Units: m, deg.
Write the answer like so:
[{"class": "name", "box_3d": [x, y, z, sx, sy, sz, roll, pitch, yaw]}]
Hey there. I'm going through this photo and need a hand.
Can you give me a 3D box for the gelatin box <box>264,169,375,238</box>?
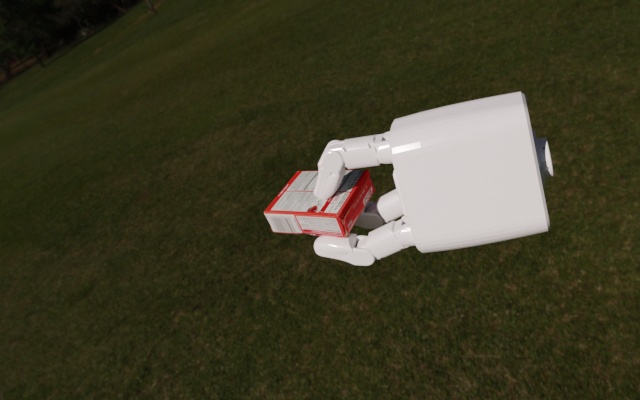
[{"class": "gelatin box", "box_3d": [0.000, 0.001, 0.477, 0.089, 0.030, 0.073, 2, 39, 32]}]
